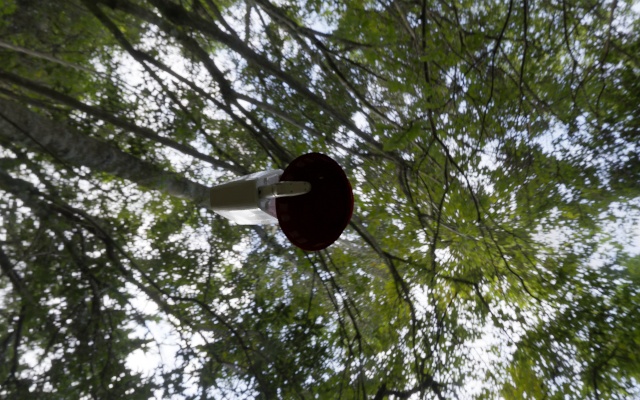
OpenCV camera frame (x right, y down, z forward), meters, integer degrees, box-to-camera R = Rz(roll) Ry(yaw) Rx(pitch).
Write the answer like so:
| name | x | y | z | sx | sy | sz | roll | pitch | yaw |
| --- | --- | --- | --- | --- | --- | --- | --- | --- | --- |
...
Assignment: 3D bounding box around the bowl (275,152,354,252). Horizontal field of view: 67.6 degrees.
| name | x | y | z | sx | sy | sz | roll | pitch | yaw |
| --- | --- | --- | --- | --- | --- | --- | --- | --- | --- |
| bowl | 0.001 | 0.003 | 0.795 | 0.162 | 0.162 | 0.055 | 0 | -2 | 39 |
